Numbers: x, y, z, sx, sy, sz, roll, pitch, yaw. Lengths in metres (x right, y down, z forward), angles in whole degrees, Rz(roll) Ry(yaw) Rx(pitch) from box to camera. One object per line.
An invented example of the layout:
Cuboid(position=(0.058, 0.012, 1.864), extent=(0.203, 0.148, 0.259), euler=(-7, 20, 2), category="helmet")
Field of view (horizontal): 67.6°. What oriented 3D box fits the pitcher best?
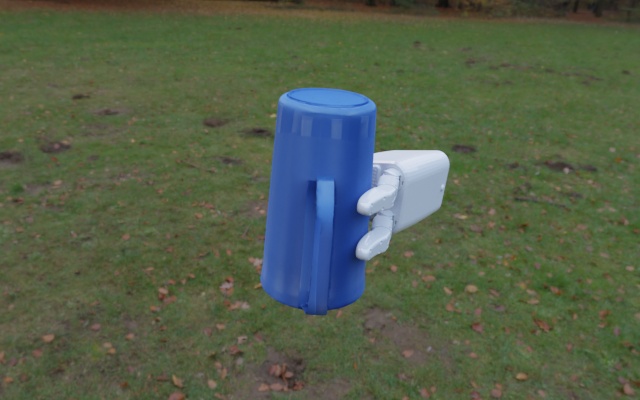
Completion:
Cuboid(position=(0.000, 0.002, 0.557), extent=(0.149, 0.243, 0.145), euler=(25, 31, 38), category="pitcher")
